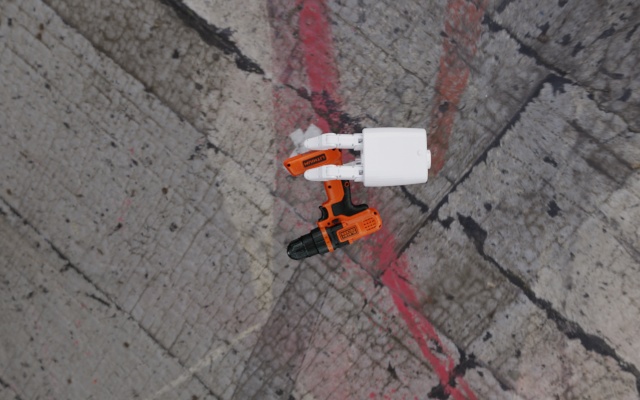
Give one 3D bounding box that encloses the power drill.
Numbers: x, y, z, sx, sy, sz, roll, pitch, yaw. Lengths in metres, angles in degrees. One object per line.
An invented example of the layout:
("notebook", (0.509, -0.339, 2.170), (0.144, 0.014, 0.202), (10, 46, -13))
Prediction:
("power drill", (0.000, 0.002, 0.868), (0.184, 0.188, 0.057), (-22, 13, -3))
